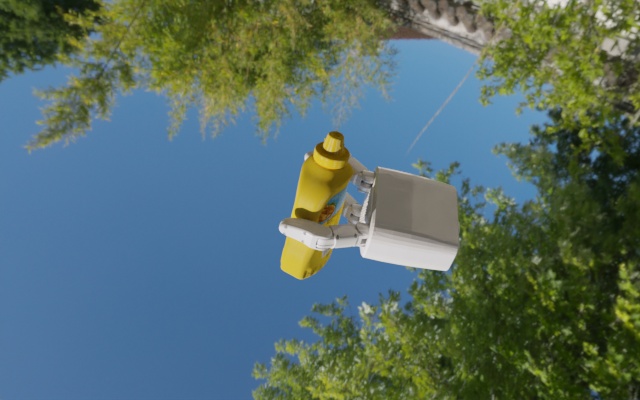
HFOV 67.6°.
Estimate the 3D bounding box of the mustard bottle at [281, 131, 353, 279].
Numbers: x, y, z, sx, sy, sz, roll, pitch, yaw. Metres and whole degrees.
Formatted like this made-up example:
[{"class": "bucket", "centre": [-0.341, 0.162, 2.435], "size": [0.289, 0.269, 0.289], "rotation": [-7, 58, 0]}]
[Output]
[{"class": "mustard bottle", "centre": [0.000, 0.002, 0.586], "size": [0.058, 0.192, 0.096], "rotation": [27, 39, 16]}]
